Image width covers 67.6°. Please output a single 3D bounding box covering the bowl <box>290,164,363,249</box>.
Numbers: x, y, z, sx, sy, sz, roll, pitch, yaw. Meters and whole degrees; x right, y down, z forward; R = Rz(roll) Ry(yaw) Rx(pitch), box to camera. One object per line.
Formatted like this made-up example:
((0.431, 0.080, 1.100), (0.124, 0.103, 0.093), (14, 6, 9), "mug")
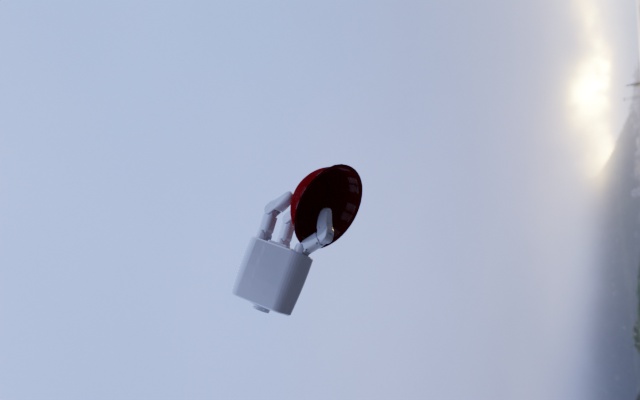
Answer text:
((0.001, 0.002, 0.848), (0.162, 0.162, 0.055), (0, 23, -46), "bowl")
